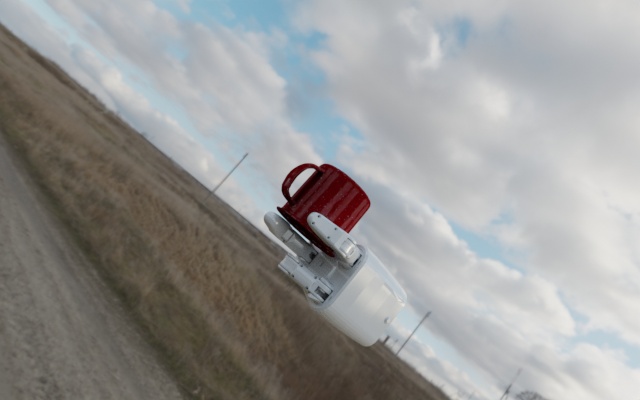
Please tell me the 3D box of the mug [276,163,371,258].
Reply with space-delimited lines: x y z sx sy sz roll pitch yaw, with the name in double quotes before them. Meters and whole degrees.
"mug" -0.001 0.001 0.578 0.117 0.081 0.093 47 -11 -32
